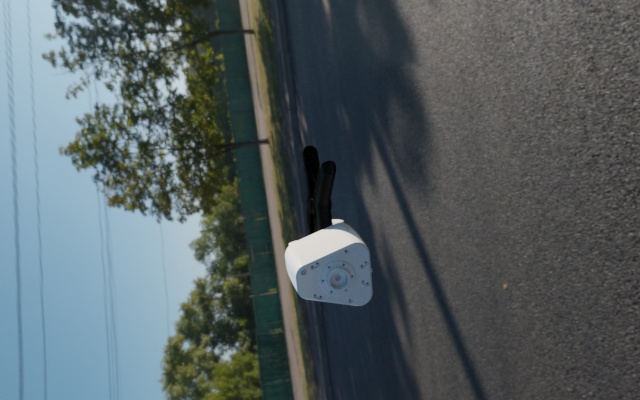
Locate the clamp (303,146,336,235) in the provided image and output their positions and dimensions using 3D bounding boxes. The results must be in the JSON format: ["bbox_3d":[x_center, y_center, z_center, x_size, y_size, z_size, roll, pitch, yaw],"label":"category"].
[{"bbox_3d":[-0.001,0.003,0.749,0.039,0.171,0.120,-7,11,-9],"label":"clamp"}]
